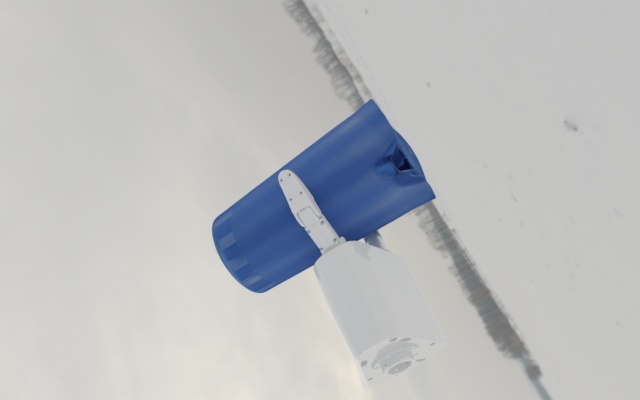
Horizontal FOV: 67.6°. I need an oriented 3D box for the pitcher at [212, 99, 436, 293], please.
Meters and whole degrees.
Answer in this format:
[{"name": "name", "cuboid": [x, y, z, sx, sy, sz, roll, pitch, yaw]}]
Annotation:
[{"name": "pitcher", "cuboid": [0.000, 0.002, 0.565, 0.243, 0.145, 0.149, -33, -37, 9]}]
